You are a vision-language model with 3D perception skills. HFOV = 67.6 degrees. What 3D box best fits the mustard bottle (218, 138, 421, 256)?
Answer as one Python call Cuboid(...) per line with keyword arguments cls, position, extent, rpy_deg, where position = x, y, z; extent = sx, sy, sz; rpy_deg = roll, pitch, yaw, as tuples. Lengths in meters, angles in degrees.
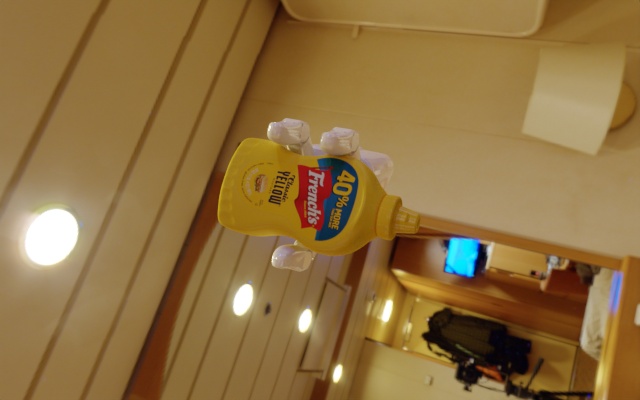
Cuboid(cls="mustard bottle", position=(0.000, 0.001, 0.458), extent=(0.191, 0.096, 0.058), rpy_deg=(13, -12, 21))
